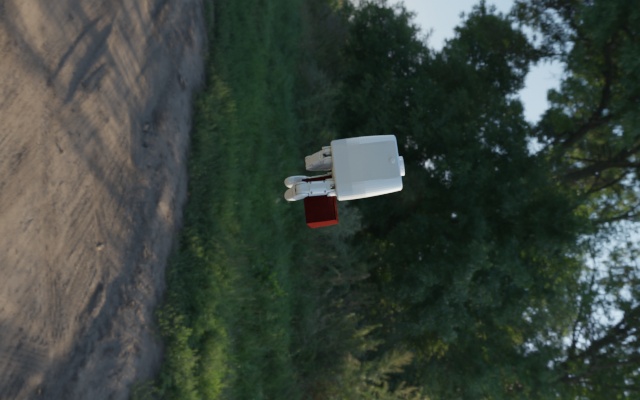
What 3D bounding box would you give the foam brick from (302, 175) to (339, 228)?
[{"bbox_3d":[0.000,0.003,0.805,0.051,0.078,0.053,-7,-10,5],"label":"foam brick"}]
